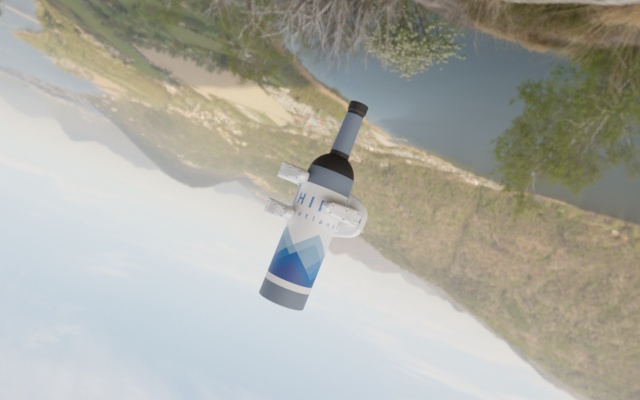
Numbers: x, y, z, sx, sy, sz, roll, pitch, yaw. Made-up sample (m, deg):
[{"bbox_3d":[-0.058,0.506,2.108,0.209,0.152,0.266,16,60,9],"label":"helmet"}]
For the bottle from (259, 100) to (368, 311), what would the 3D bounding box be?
[{"bbox_3d":[0.000,0.002,0.663,0.069,0.295,0.069,22,-2,1],"label":"bottle"}]
